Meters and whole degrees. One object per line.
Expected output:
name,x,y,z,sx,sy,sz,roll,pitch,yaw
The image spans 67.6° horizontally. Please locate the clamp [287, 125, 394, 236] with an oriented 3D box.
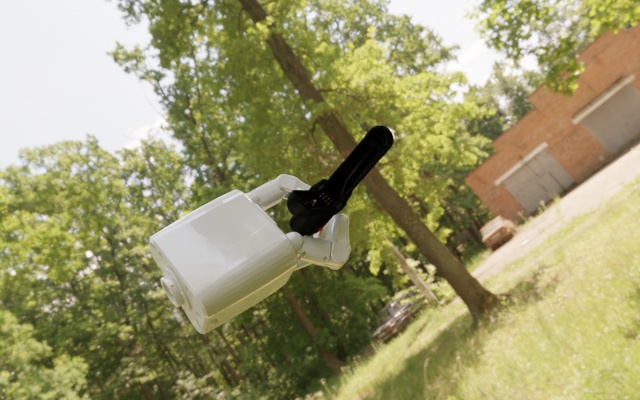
clamp,0.000,0.001,0.472,0.120,0.039,0.171,-31,-15,-29
